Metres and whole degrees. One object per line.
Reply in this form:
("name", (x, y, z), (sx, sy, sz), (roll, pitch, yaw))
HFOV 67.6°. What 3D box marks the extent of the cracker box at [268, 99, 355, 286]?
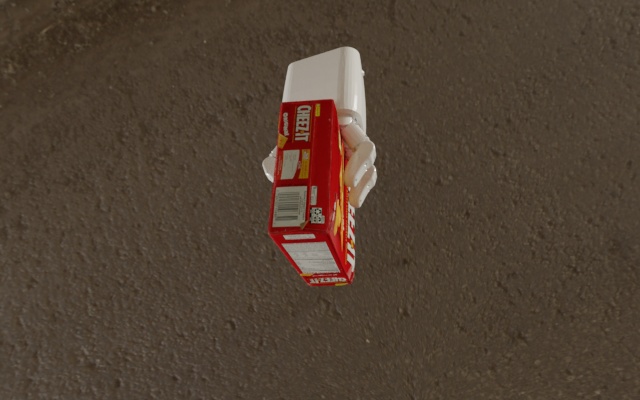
("cracker box", (0.000, 0.002, 0.602), (0.072, 0.164, 0.214), (-2, -24, 10))
